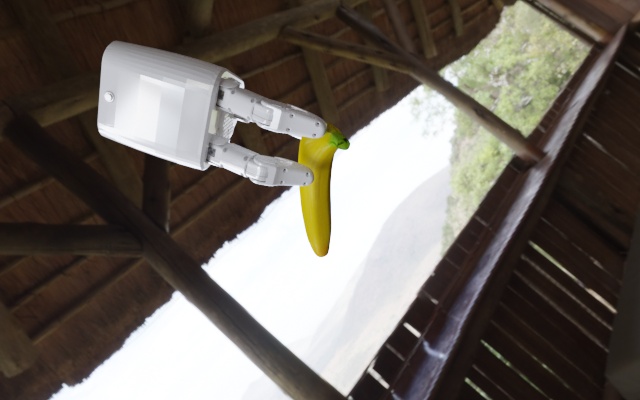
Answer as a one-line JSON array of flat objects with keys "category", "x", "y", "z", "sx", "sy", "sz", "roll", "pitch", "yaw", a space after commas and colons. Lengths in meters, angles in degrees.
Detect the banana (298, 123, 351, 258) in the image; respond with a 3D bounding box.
[{"category": "banana", "x": -0.003, "y": -0.015, "z": 0.495, "sx": 0.037, "sy": 0.069, "sz": 0.198, "roll": -6, "pitch": -35, "yaw": -8}]
